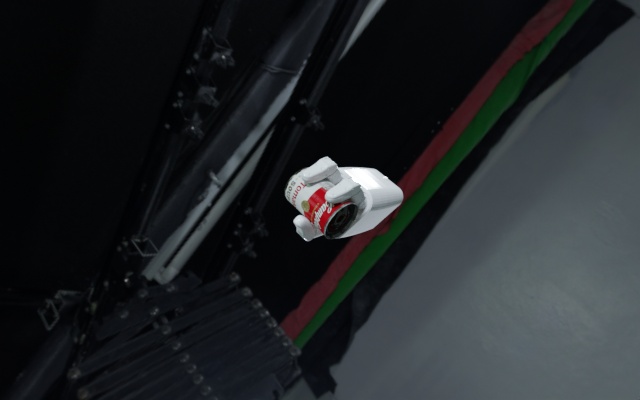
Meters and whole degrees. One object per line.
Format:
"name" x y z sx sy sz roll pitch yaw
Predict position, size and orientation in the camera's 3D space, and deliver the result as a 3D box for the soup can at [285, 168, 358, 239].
"soup can" 0.000 0.002 0.747 0.102 0.068 0.068 42 24 29
